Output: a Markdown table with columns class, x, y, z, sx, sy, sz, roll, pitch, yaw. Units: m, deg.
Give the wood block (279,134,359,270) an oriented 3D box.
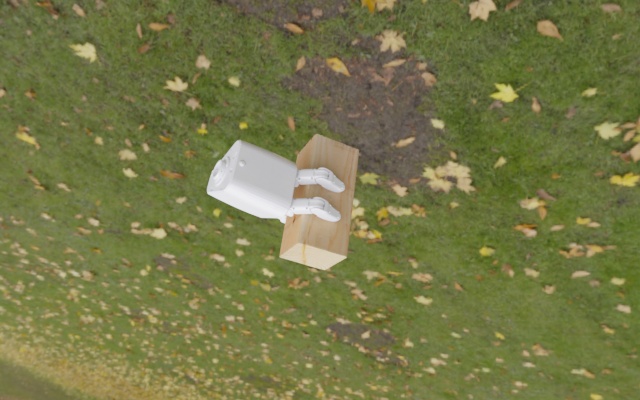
| class | x | y | z | sx | sy | sz | roll | pitch | yaw |
| --- | --- | --- | --- | --- | --- | --- | --- | --- | --- |
| wood block | 0.000 | 0.003 | 0.833 | 0.090 | 0.206 | 0.091 | 18 | -28 | -19 |
